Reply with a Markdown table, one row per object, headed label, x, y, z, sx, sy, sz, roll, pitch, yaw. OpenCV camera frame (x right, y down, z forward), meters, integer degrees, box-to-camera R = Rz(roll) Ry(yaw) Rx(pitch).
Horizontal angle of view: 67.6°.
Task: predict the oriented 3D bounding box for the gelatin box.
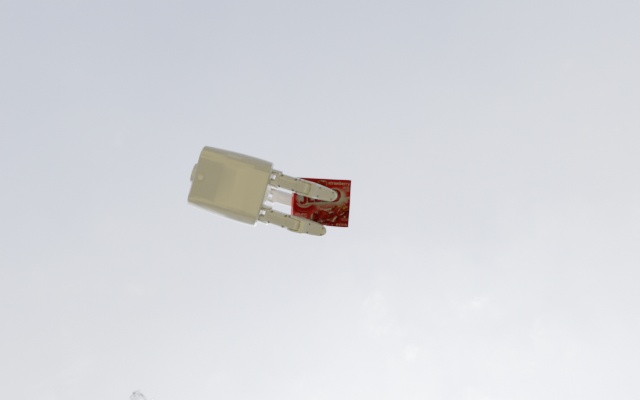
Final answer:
| label | x | y | z | sx | sy | sz | roll | pitch | yaw |
| --- | --- | --- | --- | --- | --- | --- | --- | --- | --- |
| gelatin box | 0.000 | 0.002 | 0.727 | 0.089 | 0.073 | 0.030 | 3 | 3 | -9 |
